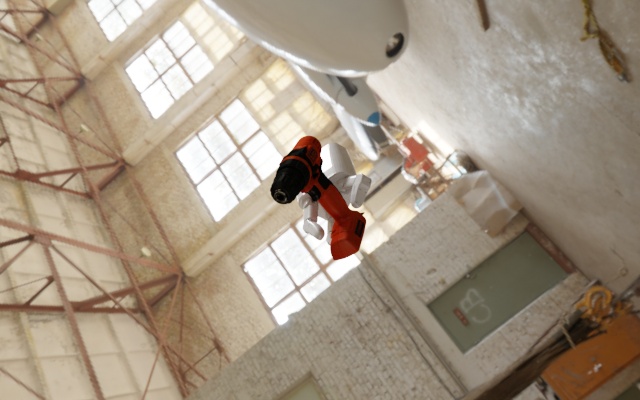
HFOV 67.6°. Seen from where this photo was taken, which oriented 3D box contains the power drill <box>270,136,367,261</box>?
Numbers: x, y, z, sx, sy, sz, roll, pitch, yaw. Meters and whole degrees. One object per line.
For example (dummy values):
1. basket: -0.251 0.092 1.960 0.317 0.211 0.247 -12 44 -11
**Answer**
1. power drill: 0.000 0.003 0.764 0.057 0.188 0.184 -22 23 27
